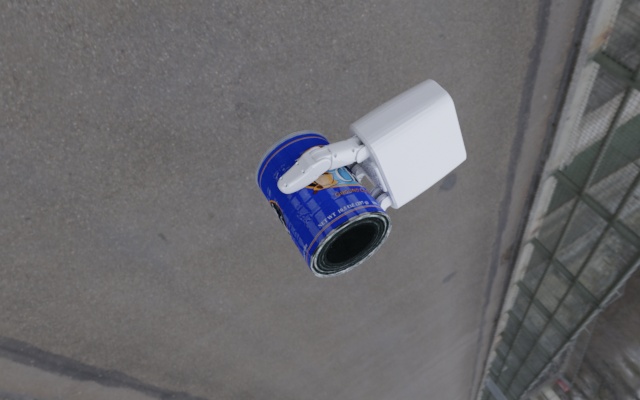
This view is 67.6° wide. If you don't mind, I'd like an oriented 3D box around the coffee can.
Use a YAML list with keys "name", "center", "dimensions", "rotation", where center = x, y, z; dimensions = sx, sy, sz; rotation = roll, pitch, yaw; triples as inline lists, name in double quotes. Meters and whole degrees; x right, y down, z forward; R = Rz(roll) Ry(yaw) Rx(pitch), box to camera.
- name: "coffee can"
  center: [0.000, 0.002, 0.549]
  dimensions: [0.103, 0.103, 0.140]
  rotation: [0, 43, -43]
